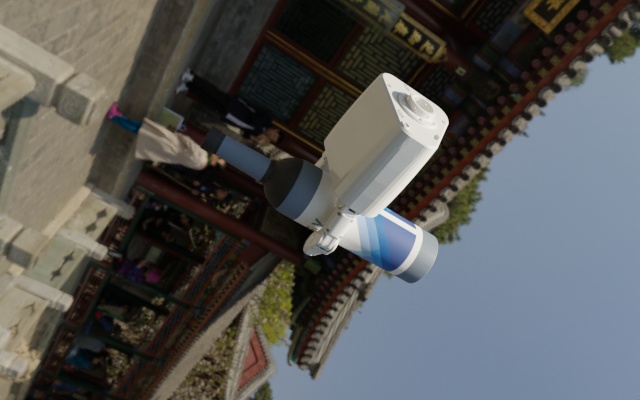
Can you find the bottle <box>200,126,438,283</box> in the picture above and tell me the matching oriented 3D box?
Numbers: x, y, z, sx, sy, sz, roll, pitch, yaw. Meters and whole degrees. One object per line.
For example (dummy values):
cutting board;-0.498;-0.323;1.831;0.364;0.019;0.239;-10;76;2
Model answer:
bottle;0.000;0.002;0.552;0.296;0.069;0.069;30;-8;-15
